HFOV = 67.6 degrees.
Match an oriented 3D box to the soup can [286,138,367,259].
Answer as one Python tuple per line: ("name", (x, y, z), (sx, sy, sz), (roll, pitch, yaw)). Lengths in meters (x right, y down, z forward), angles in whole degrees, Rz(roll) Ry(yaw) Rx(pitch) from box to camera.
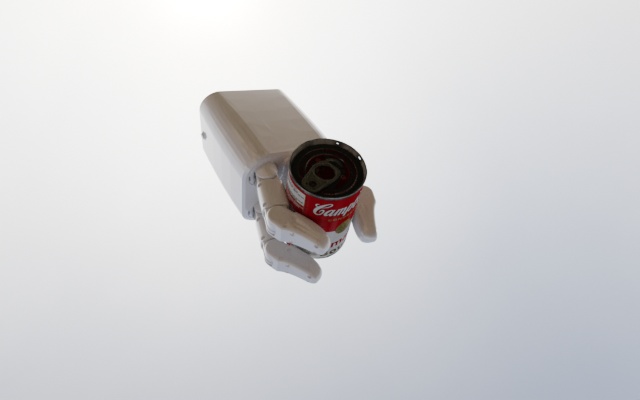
("soup can", (0.000, 0.002, 0.447), (0.068, 0.068, 0.102), (0, -37, -9))
